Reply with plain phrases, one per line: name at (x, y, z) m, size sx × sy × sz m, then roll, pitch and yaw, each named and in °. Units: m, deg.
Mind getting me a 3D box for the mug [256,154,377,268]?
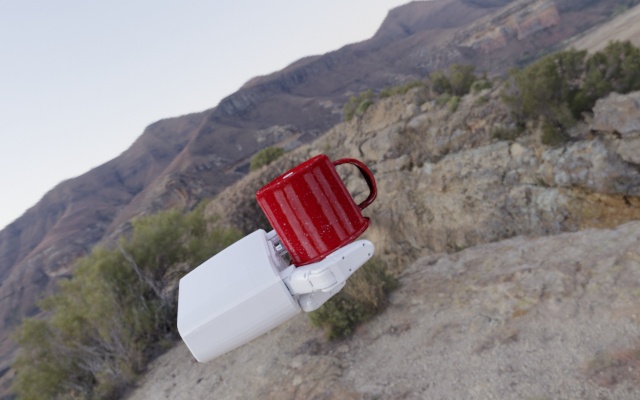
mug at (0.001, 0.001, 0.470) m, size 0.117 × 0.081 × 0.093 m, roll -31°, pitch 8°, yaw -2°
